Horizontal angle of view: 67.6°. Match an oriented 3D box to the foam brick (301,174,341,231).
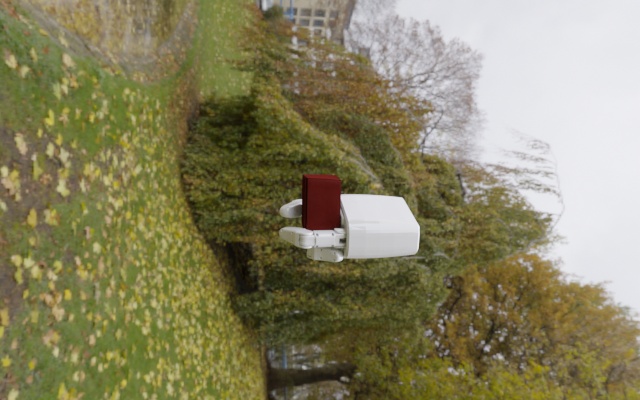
[{"bbox_3d":[0.000,0.002,0.695,0.051,0.078,0.053,0,11,-7],"label":"foam brick"}]
